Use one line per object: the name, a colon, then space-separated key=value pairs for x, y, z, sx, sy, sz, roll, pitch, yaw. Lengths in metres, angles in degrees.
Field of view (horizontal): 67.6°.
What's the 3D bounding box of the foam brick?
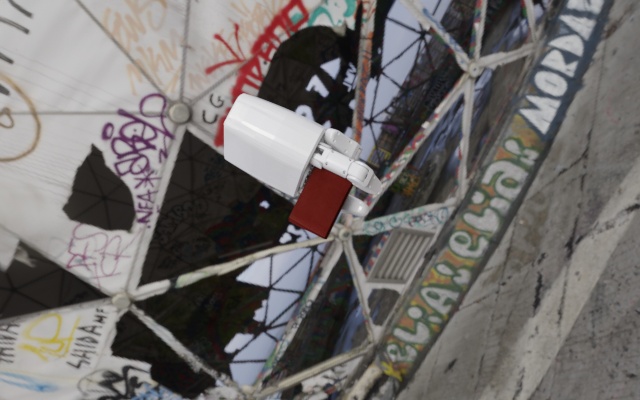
foam brick: x=0.000 y=0.002 z=0.578 sx=0.051 sy=0.078 sz=0.053 roll=26 pitch=-7 yaw=-1
